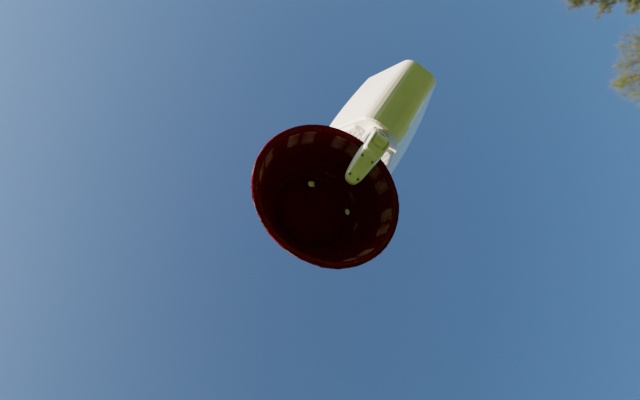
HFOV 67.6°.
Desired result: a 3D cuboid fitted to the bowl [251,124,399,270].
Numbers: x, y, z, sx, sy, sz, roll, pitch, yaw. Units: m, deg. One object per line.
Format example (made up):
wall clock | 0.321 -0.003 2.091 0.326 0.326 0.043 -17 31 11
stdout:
bowl | -0.001 0.003 0.508 0.162 0.162 0.055 0 -23 -23
